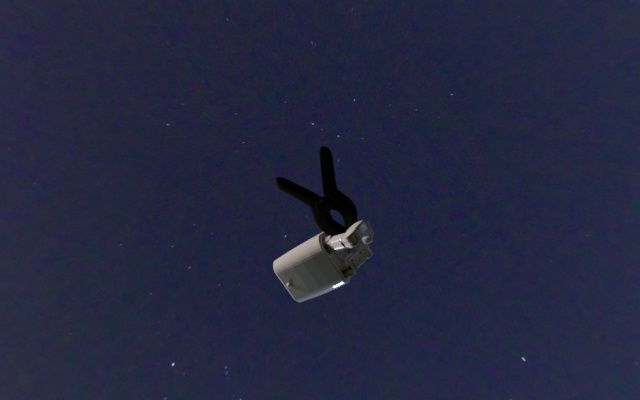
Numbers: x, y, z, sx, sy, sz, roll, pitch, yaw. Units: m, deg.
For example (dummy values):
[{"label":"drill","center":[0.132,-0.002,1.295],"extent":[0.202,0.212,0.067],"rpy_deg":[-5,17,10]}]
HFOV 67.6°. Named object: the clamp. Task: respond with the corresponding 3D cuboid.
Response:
[{"label":"clamp","center":[0.001,0.003,0.824],"extent":[0.120,0.171,0.039],"rpy_deg":[-21,10,35]}]
